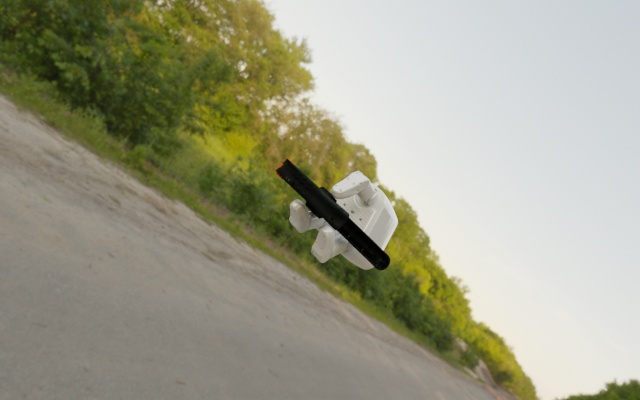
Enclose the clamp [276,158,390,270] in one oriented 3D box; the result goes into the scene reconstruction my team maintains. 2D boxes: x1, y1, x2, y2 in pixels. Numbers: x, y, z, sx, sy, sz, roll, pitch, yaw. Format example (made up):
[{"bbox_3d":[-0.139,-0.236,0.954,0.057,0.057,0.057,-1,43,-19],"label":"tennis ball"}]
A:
[{"bbox_3d":[0.000,0.001,0.644,0.210,0.036,0.165,44,-2,30],"label":"clamp"}]
